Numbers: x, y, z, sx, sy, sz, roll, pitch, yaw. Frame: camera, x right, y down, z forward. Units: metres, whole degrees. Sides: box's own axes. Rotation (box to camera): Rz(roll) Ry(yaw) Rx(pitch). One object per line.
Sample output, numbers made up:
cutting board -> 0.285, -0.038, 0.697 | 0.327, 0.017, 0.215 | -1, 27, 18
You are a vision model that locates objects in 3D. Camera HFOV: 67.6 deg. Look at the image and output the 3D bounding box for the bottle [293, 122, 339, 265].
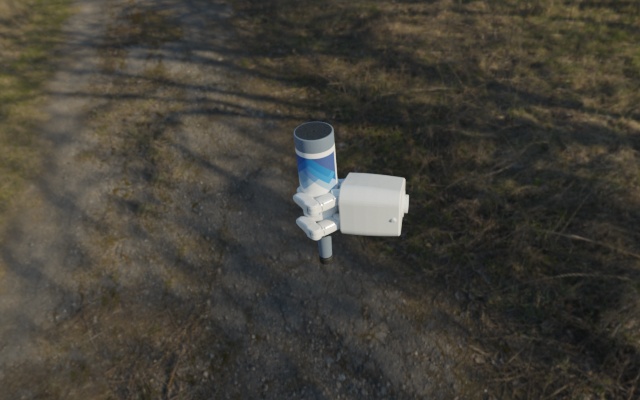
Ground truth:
bottle -> 0.000, 0.003, 0.874 | 0.069, 0.296, 0.069 | -4, 37, 3
